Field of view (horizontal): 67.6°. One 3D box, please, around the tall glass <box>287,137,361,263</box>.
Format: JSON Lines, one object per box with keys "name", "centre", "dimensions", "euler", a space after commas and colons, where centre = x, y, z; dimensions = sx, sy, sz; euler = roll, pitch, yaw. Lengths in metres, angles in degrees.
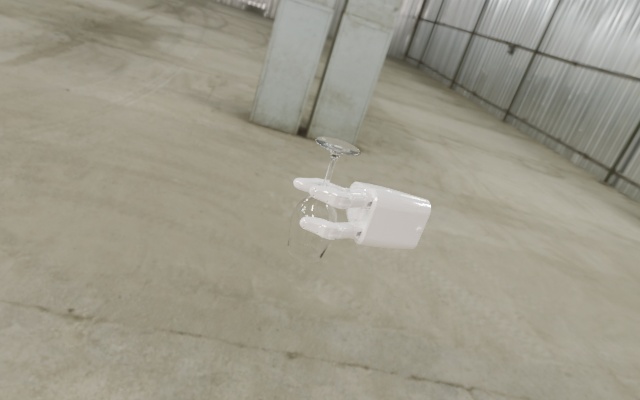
{"name": "tall glass", "centre": [0.000, 0.002, 0.781], "dimensions": [0.079, 0.201, 0.079], "euler": [15, 22, -6]}
